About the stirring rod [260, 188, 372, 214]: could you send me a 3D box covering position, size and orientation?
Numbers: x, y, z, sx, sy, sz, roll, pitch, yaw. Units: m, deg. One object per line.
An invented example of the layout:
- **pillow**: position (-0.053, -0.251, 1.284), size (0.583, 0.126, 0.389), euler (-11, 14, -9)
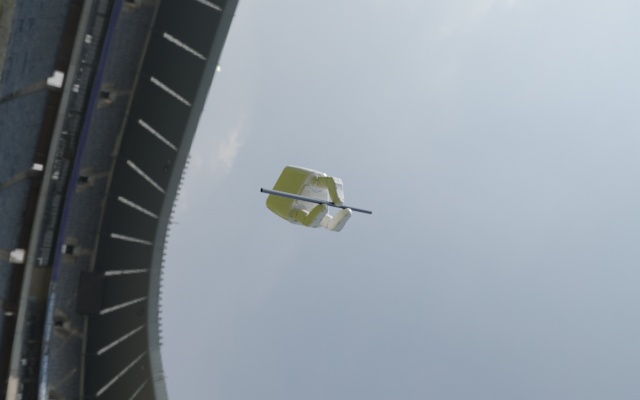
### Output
- **stirring rod**: position (0.000, 0.003, 0.854), size (0.239, 0.011, 0.011), euler (12, -7, -34)
